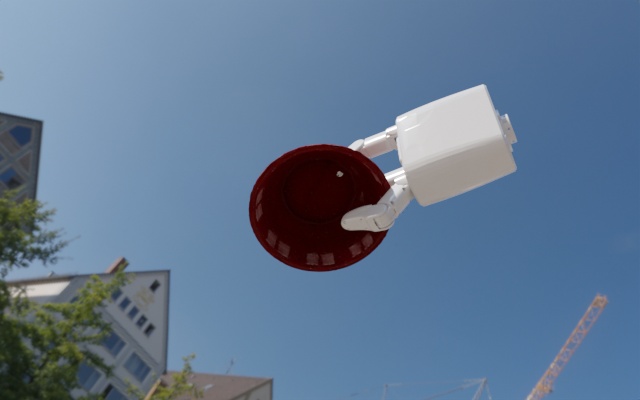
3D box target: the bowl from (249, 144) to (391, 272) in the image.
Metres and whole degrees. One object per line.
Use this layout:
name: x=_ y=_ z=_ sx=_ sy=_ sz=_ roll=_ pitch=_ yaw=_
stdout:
bowl: x=-0.001 y=0.002 z=0.552 sx=0.162 sy=0.162 sz=0.055 roll=0 pitch=27 yaw=-4
